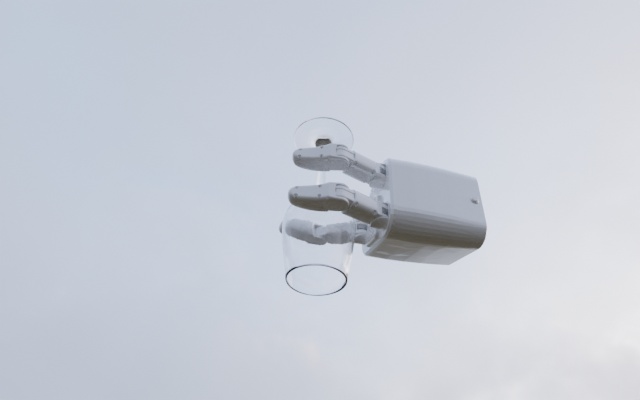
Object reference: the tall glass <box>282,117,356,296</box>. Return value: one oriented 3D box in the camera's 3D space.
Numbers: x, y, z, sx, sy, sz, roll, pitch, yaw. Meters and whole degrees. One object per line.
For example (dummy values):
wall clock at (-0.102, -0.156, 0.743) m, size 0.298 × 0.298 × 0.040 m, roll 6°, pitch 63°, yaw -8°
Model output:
tall glass at (0.000, 0.001, 0.530) m, size 0.079 × 0.200 × 0.079 m, roll 2°, pitch -39°, yaw 2°
